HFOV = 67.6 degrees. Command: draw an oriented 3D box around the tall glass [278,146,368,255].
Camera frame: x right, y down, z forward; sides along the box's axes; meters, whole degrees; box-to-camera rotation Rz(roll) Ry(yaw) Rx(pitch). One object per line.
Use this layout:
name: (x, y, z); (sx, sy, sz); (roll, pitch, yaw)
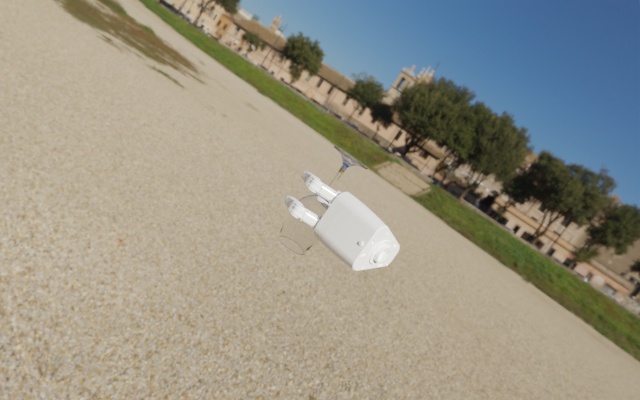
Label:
tall glass: (0.000, 0.002, 0.882); (0.079, 0.201, 0.079); (34, 9, -6)
